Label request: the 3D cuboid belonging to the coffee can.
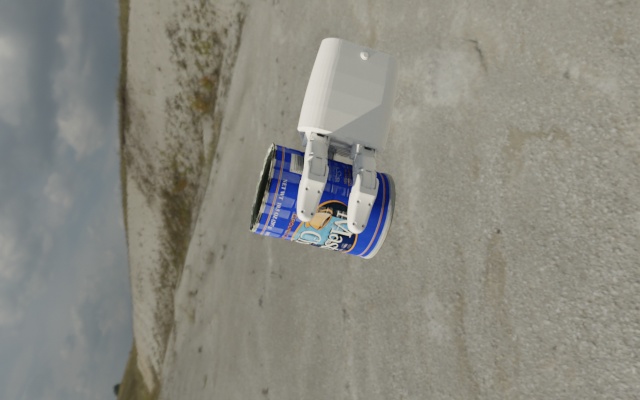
[{"bbox_3d":[0.000,0.002,0.545,0.140,0.103,0.103,14,-3,-13],"label":"coffee can"}]
